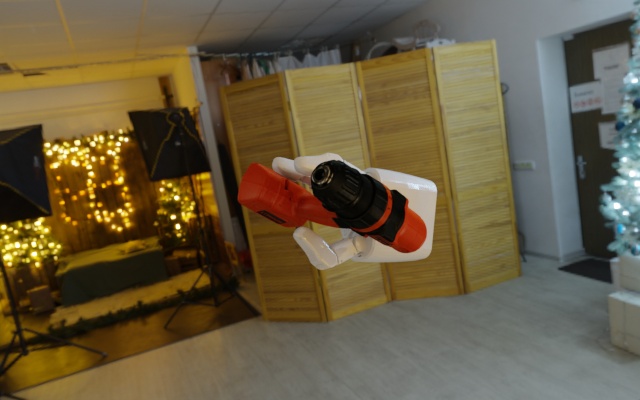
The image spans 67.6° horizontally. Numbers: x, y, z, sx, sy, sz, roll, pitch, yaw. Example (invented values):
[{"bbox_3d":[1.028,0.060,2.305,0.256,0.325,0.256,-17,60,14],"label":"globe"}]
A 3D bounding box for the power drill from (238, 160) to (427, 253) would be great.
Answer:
[{"bbox_3d":[0.000,0.002,0.511,0.187,0.057,0.184,11,-15,40],"label":"power drill"}]
